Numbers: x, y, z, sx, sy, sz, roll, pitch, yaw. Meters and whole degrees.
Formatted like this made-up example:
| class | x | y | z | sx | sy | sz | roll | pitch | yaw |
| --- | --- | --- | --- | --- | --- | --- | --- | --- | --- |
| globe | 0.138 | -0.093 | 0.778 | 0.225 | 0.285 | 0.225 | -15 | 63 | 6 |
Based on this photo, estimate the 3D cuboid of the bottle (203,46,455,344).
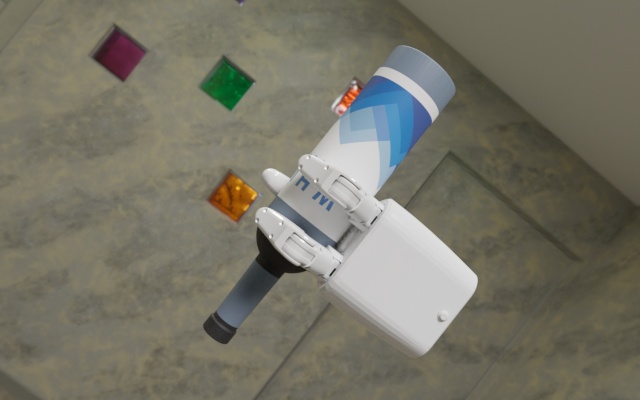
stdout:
| class | x | y | z | sx | sy | sz | roll | pitch | yaw |
| --- | --- | --- | --- | --- | --- | --- | --- | --- | --- |
| bottle | 0.000 | 0.001 | 0.418 | 0.069 | 0.295 | 0.069 | 39 | -1 | 1 |
